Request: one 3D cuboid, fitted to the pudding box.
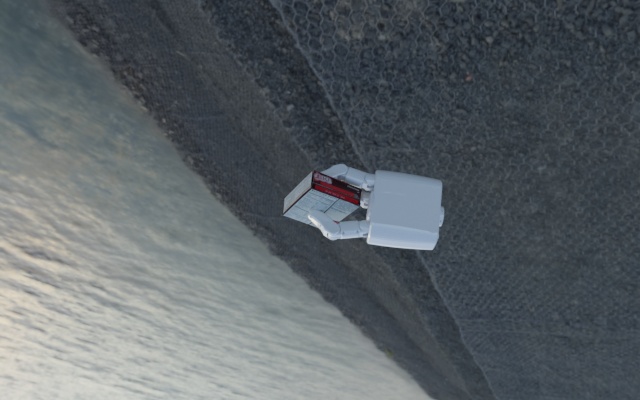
[{"bbox_3d":[0.000,0.003,0.772,0.090,0.039,0.113,21,-35,-21],"label":"pudding box"}]
